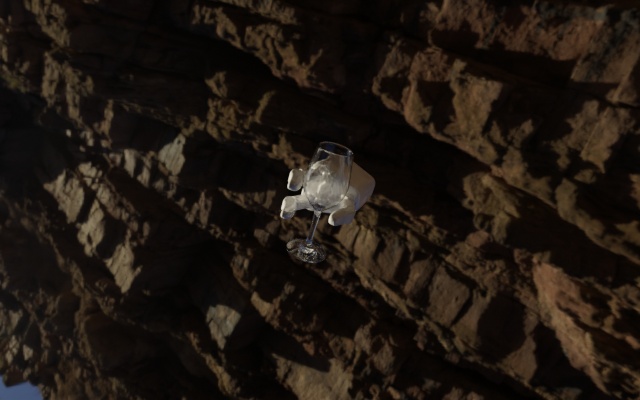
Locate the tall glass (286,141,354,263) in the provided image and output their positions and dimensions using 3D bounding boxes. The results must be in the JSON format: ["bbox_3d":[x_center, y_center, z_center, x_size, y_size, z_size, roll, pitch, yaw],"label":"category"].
[{"bbox_3d":[0.000,0.003,0.818,0.079,0.201,0.079,14,24,-6],"label":"tall glass"}]
